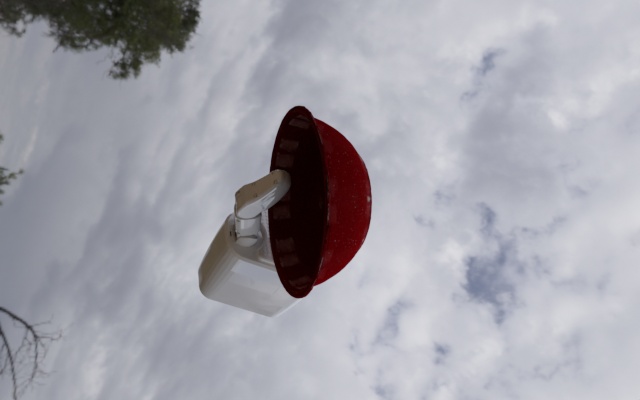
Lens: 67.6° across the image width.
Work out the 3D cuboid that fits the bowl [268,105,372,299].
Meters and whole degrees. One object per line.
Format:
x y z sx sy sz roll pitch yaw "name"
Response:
0.001 0.001 0.412 0.055 0.162 0.162 0 0 -20 "bowl"
